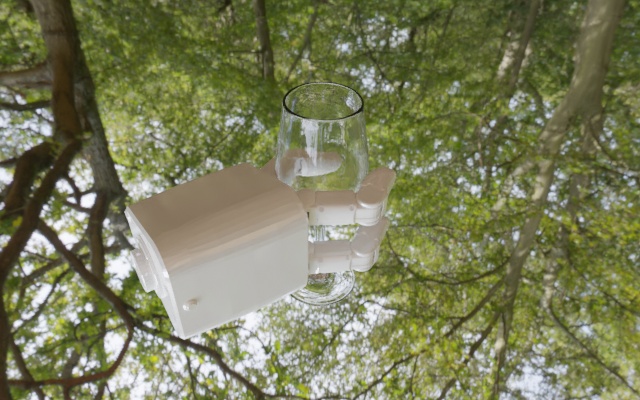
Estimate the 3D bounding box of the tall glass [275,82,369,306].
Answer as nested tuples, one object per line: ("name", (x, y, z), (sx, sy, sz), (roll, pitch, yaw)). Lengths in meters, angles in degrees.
("tall glass", (0.000, 0.002, 0.422), (0.079, 0.201, 0.079), (1, 39, -1))
